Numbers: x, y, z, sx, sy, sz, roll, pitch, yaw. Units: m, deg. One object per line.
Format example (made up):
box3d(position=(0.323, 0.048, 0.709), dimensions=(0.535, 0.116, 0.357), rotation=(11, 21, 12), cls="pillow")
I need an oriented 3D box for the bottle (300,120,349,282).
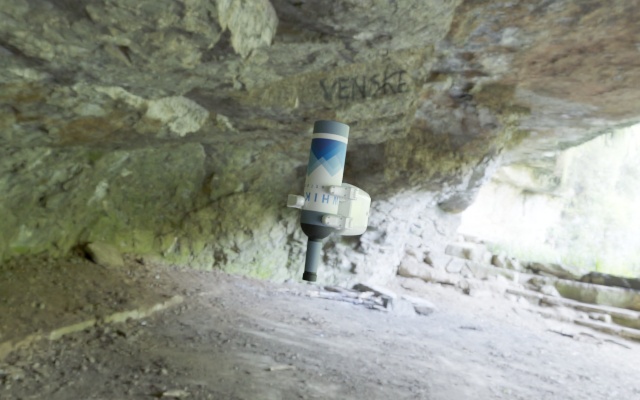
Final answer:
box3d(position=(0.000, 0.003, 0.890), dimensions=(0.069, 0.295, 0.069), rotation=(8, -3, 0), cls="bottle")
